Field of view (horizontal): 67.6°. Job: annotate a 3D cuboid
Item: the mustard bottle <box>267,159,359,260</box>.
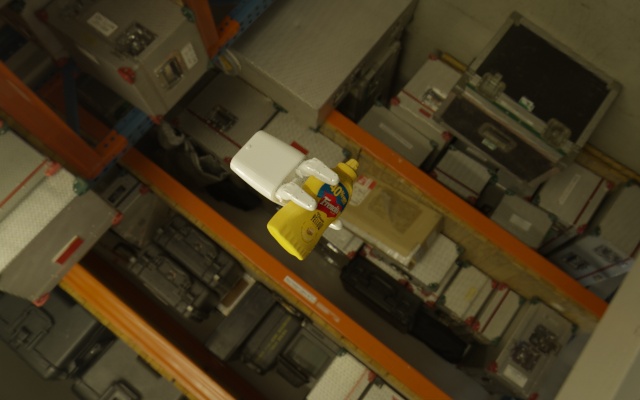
[{"bbox_3d":[0.000,0.003,0.811,0.058,0.191,0.096,26,-20,44],"label":"mustard bottle"}]
